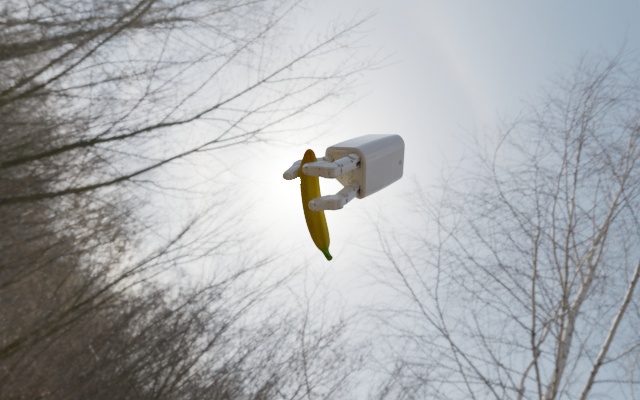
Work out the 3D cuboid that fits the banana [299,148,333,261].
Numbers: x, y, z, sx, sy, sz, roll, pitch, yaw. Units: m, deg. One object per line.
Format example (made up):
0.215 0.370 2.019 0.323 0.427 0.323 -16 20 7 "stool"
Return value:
-0.008 0.005 0.846 0.037 0.198 0.069 -17 10 -27 "banana"
